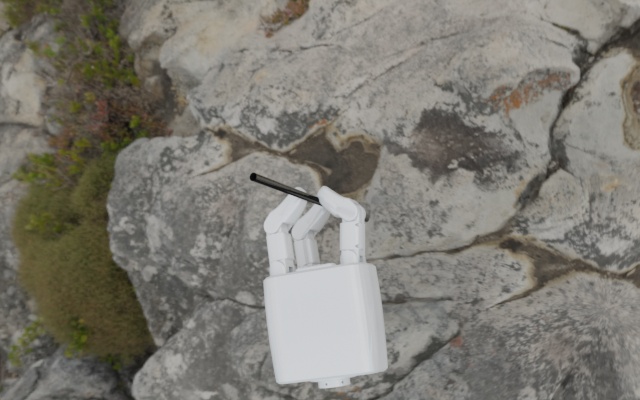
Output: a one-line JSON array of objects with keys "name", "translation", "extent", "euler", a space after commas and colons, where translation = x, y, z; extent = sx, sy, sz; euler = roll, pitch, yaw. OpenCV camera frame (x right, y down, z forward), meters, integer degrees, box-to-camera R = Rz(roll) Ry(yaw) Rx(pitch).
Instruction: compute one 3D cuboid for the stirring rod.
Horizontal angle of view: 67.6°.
[{"name": "stirring rod", "translation": [0.000, 0.002, 0.530], "extent": [0.011, 0.011, 0.239], "euler": [0, -11, 31]}]
